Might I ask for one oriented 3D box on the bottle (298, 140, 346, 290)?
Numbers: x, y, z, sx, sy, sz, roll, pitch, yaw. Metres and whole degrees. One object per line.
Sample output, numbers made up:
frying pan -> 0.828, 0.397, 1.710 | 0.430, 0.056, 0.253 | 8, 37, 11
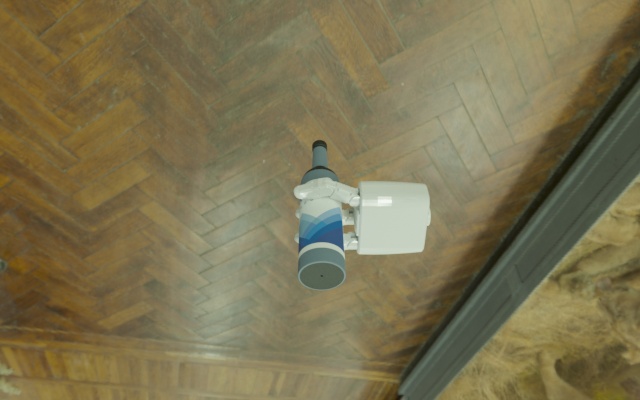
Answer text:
bottle -> 0.000, 0.003, 0.763 | 0.069, 0.069, 0.295 | 0, 44, -1
